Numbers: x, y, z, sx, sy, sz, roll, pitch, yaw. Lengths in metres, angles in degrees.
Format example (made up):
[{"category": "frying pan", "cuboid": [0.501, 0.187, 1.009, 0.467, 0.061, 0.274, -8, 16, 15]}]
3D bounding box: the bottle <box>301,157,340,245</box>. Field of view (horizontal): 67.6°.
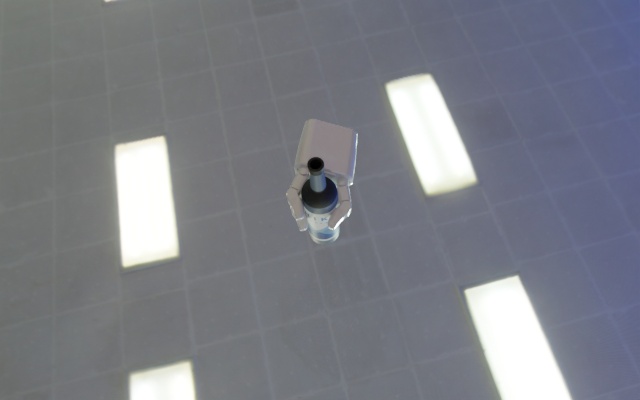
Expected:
[{"category": "bottle", "cuboid": [0.000, 0.003, 0.895, 0.069, 0.069, 0.296, 0, -24, 3]}]
